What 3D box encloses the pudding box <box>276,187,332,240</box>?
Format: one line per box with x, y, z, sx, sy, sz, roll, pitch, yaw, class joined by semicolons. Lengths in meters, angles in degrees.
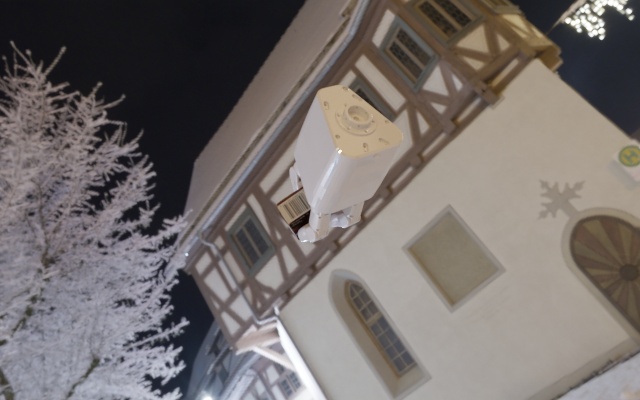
0.000;0.002;0.668;0.113;0.039;0.090;-32;-20;-4;pudding box
